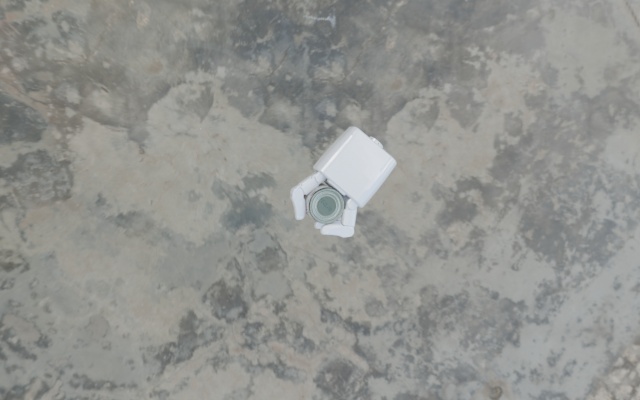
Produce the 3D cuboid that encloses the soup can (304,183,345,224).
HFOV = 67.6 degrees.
[{"bbox_3d":[0.000,0.003,0.895,0.068,0.068,0.102,0,8,-14],"label":"soup can"}]
